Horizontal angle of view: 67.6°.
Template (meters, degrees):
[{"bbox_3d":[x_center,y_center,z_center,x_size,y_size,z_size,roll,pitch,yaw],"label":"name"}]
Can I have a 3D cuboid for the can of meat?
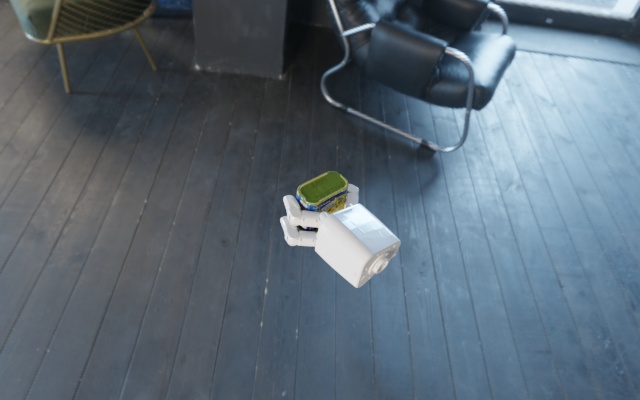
[{"bbox_3d":[0.000,0.003,0.874,0.102,0.084,0.057,-29,58,-30],"label":"can of meat"}]
